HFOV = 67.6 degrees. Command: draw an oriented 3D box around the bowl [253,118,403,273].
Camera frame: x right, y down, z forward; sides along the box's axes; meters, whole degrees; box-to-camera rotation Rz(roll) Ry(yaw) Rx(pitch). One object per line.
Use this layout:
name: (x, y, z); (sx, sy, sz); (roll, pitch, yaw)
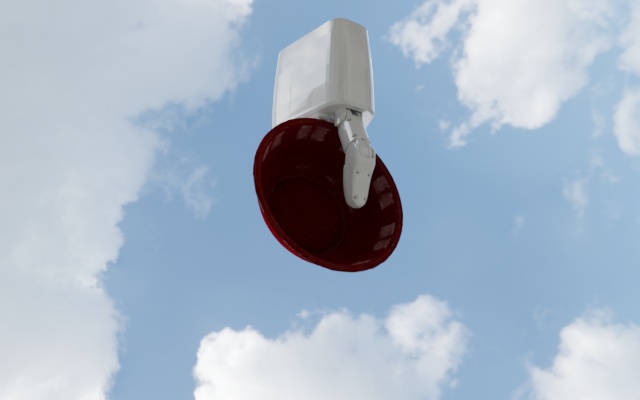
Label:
bowl: (0.000, 0.003, 0.462); (0.162, 0.162, 0.055); (0, -27, -34)
